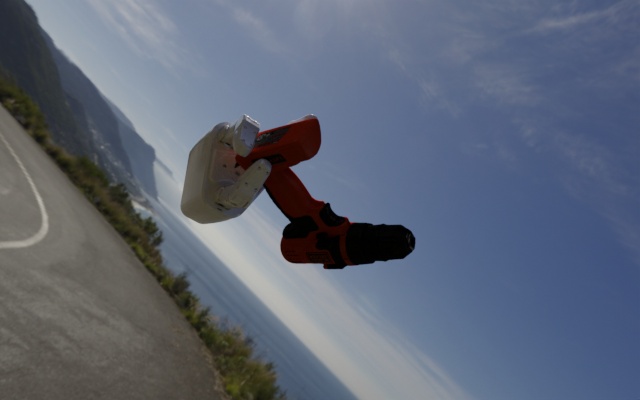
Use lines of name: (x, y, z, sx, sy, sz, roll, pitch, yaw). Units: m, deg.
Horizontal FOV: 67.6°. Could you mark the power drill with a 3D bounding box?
power drill: (0.000, 0.001, 0.552, 0.184, 0.188, 0.057, -8, 33, 34)
